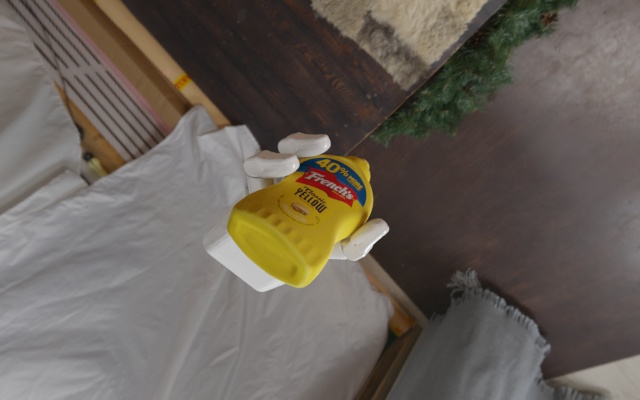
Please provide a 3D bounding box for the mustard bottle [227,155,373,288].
[{"bbox_3d":[0.000,0.002,0.491,0.096,0.058,0.191,35,41,13],"label":"mustard bottle"}]
